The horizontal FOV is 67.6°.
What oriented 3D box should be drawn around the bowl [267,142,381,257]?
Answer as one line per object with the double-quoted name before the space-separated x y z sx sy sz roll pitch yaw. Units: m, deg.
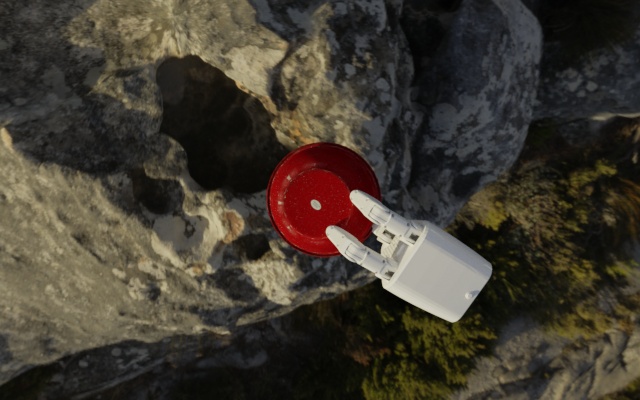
"bowl" -0.001 0.002 0.640 0.162 0.162 0.055 0 6 8
